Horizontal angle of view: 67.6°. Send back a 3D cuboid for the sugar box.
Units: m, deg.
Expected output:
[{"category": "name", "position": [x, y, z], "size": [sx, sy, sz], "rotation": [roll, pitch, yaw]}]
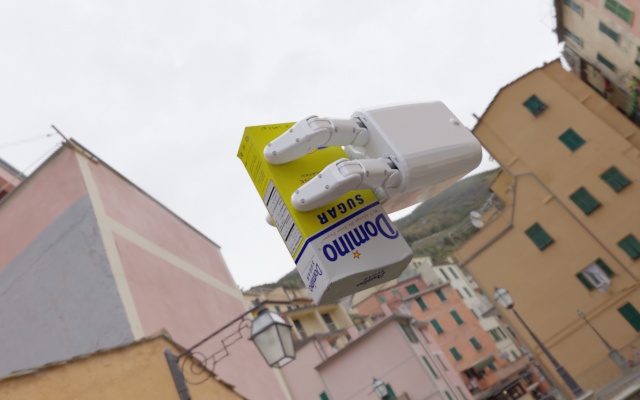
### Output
[{"category": "sugar box", "position": [0.000, 0.001, 0.440], "size": [0.093, 0.176, 0.048], "rotation": [-13, -35, -32]}]
